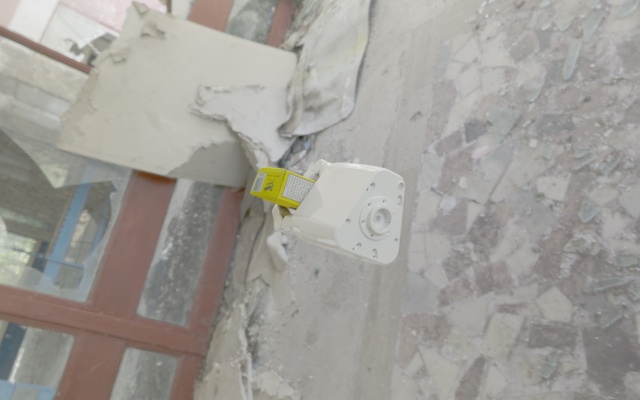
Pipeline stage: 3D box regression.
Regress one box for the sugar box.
[{"bbox_3d":[0.000,0.003,0.671,0.176,0.048,0.093,23,-6,-29],"label":"sugar box"}]
